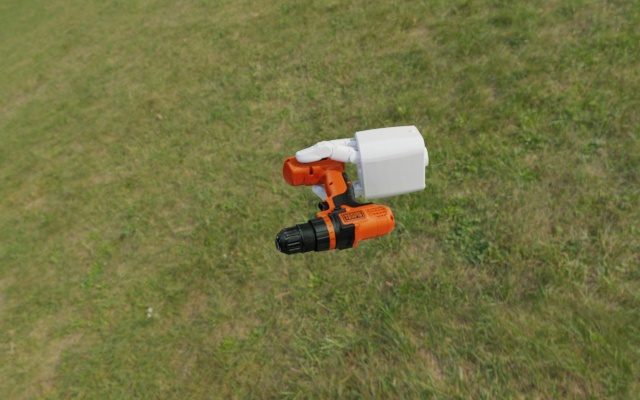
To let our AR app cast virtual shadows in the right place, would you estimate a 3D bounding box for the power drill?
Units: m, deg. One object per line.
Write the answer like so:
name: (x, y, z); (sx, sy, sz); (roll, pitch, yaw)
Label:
power drill: (0.000, 0.002, 0.758); (0.184, 0.057, 0.187); (-10, 46, -17)
